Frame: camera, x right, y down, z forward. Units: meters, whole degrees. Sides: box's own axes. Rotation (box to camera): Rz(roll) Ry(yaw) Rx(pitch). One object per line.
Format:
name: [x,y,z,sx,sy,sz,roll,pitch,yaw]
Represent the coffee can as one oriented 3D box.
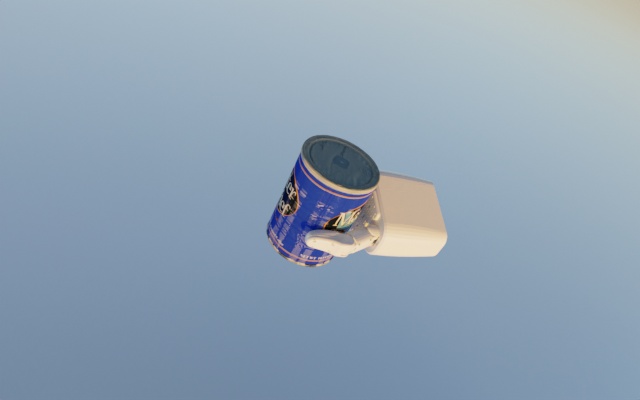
coffee can: [0.000,0.002,0.615,0.103,0.140,0.102,17,38,-14]
